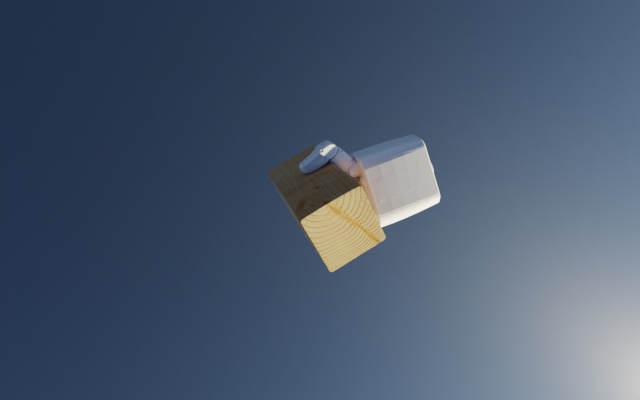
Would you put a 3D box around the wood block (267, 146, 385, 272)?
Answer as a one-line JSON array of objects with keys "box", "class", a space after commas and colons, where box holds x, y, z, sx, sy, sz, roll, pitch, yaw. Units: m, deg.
[{"box": [0.000, 0.002, 0.695, 0.090, 0.091, 0.206, -31, 26, -5], "class": "wood block"}]
